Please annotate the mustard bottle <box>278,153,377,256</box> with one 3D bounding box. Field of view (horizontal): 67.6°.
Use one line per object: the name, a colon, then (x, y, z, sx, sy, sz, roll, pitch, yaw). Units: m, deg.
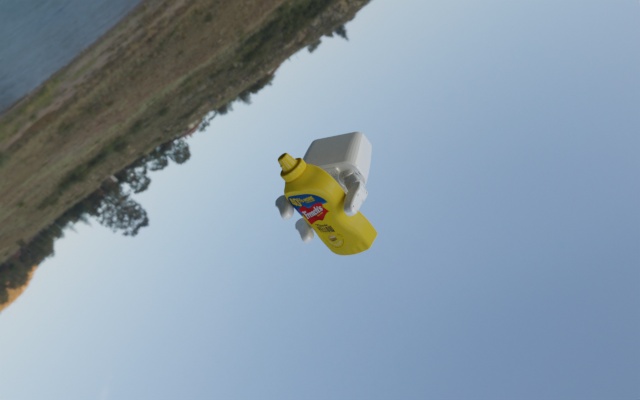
mustard bottle: (0.000, 0.003, 0.730, 0.096, 0.058, 0.192, -7, -50, 49)
